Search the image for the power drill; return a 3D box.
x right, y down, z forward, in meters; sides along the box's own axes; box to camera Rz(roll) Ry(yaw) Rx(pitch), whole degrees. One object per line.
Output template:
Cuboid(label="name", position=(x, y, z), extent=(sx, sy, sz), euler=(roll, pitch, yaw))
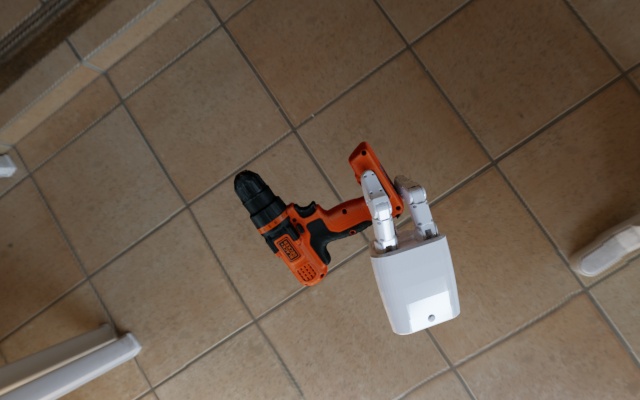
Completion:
Cuboid(label="power drill", position=(0.001, 0.002, 0.635), extent=(0.188, 0.184, 0.057), euler=(-32, 14, 15))
